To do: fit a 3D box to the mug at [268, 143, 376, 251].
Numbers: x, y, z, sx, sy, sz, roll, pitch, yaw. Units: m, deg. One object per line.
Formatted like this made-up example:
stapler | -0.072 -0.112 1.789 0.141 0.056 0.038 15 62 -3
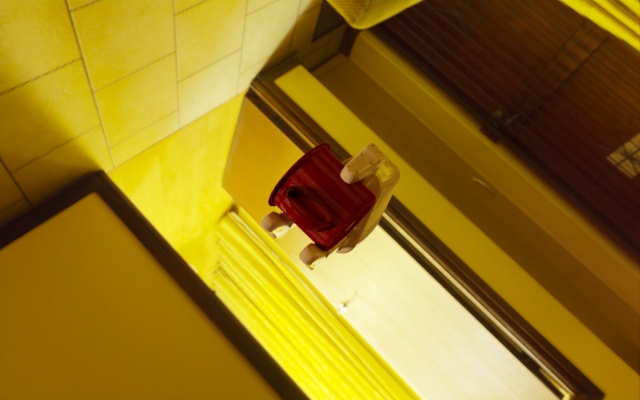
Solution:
mug | 0.000 0.002 0.500 0.081 0.093 0.117 44 24 10
